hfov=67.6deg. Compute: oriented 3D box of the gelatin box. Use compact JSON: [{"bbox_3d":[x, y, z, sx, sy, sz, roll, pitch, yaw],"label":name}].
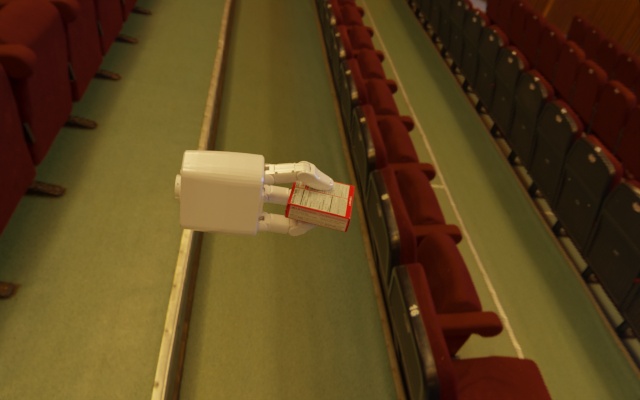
[{"bbox_3d":[0.001,0.002,0.670,0.089,0.030,0.073,13,39,-1],"label":"gelatin box"}]
